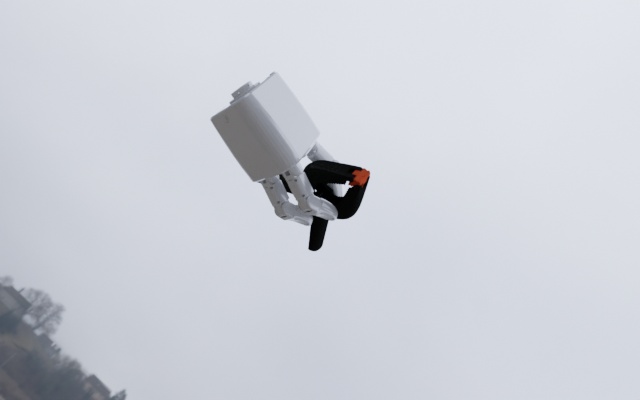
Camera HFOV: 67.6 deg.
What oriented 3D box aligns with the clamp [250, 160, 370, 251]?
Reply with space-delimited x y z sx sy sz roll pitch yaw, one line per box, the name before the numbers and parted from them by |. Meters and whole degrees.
clamp | 0.001 0.001 0.688 0.210 0.164 0.036 -13 28 49
